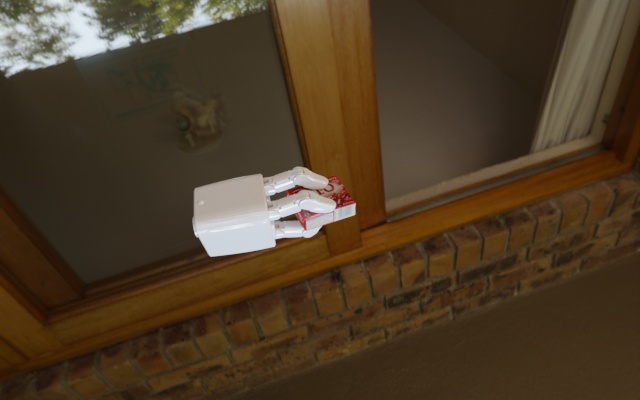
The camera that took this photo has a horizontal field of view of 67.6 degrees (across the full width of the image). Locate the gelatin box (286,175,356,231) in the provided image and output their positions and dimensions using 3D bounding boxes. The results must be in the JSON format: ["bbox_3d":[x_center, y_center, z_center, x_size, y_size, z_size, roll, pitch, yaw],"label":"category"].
[{"bbox_3d":[0.000,0.003,0.747,0.089,0.030,0.073,-17,45,-17],"label":"gelatin box"}]
